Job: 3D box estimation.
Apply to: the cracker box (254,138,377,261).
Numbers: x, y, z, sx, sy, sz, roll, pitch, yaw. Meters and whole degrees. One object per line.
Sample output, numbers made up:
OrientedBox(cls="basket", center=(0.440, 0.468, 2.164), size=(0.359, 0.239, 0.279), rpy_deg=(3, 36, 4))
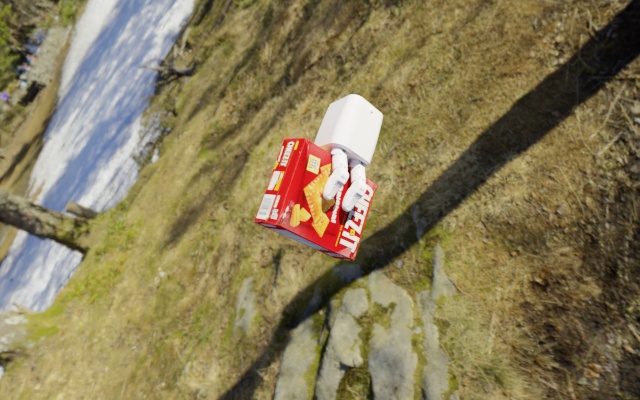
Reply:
OrientedBox(cls="cracker box", center=(0.000, 0.003, 0.891), size=(0.072, 0.164, 0.214), rpy_deg=(6, -18, 47))
